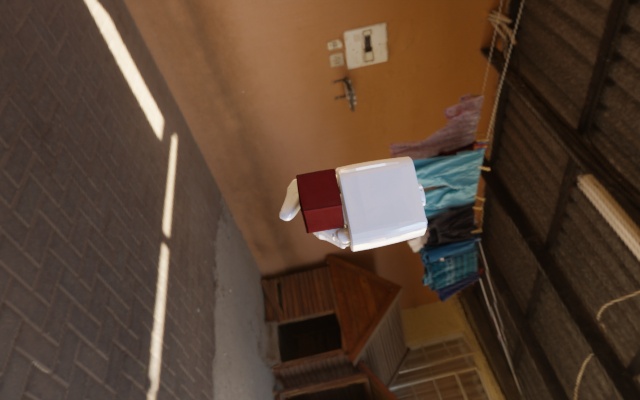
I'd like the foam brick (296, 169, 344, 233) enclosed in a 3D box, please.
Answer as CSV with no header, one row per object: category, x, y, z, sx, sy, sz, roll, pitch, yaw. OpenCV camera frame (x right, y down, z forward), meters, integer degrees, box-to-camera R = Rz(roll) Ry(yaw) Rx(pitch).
foam brick,0.000,0.002,0.619,0.051,0.053,0.078,-9,-25,0
